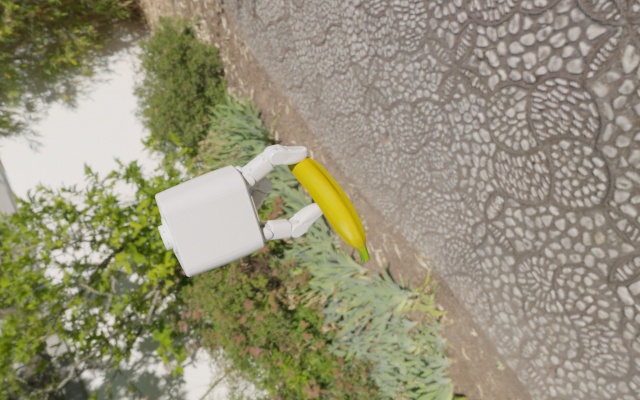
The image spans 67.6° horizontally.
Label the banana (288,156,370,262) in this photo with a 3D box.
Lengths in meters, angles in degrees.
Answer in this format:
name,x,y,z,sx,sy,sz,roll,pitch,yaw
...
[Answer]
name,x,y,z,sx,sy,sz,roll,pitch,yaw
banana,0.004,-0.006,0.638,0.037,0.197,0.070,-23,-29,-21
